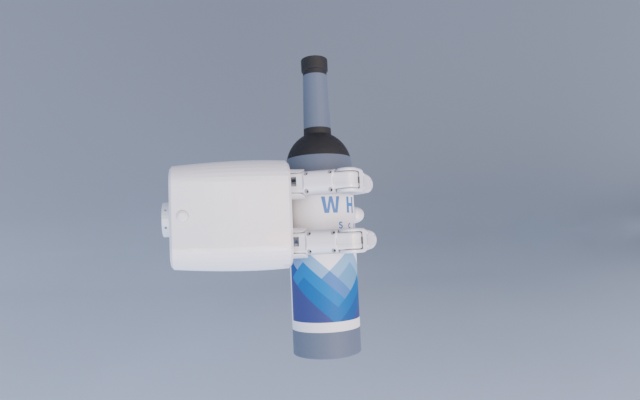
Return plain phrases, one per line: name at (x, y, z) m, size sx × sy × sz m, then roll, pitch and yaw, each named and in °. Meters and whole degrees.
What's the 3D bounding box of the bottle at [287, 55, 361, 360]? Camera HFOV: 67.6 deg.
bottle at (0.000, 0.002, 0.480) m, size 0.069 × 0.295 × 0.069 m, roll -3°, pitch -5°, yaw 0°
